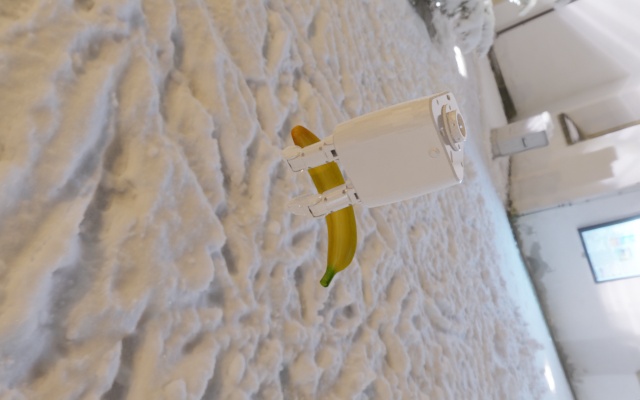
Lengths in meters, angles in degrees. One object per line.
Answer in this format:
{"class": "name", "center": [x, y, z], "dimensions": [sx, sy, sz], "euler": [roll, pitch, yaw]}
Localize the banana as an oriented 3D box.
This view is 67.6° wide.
{"class": "banana", "center": [0.011, 0.002, 0.590], "dimensions": [0.037, 0.198, 0.069], "euler": [-10, 4, 34]}
